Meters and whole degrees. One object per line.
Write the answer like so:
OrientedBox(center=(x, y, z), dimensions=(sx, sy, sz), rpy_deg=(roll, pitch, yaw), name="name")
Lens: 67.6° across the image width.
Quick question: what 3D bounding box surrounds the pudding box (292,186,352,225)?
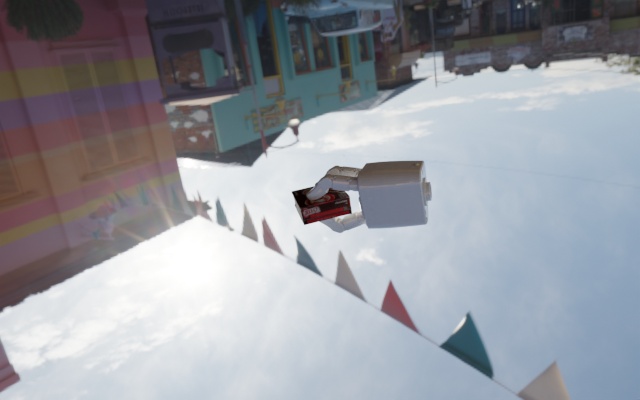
OrientedBox(center=(0.000, 0.003, 0.877), dimensions=(0.090, 0.039, 0.113), rpy_deg=(-13, 16, -8), name="pudding box")
